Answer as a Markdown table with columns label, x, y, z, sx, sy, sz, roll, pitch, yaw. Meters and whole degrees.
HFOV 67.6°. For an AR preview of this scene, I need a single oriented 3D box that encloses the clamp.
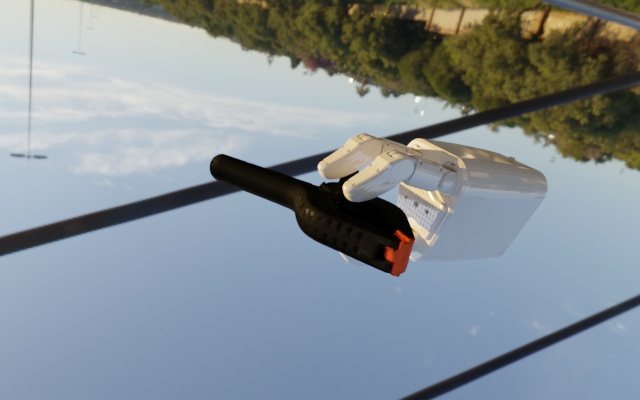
| label | x | y | z | sx | sy | sz | roll | pitch | yaw |
| --- | --- | --- | --- | --- | --- | --- | --- | --- | --- |
| clamp | 0.000 | 0.002 | 0.414 | 0.164 | 0.036 | 0.210 | 2 | 21 | -25 |
